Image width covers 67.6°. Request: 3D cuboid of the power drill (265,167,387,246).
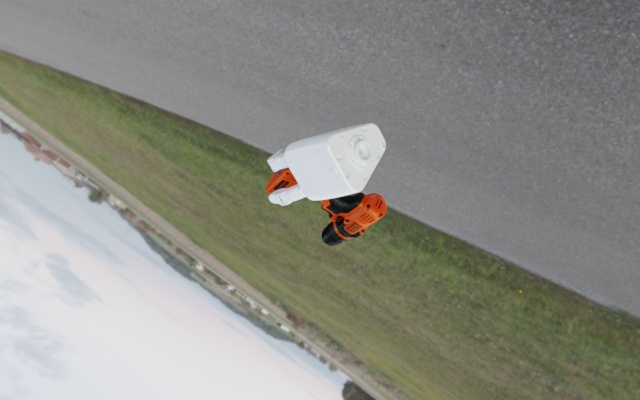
[{"bbox_3d":[0.000,0.002,0.845,0.188,0.057,0.184,32,-37,-13],"label":"power drill"}]
